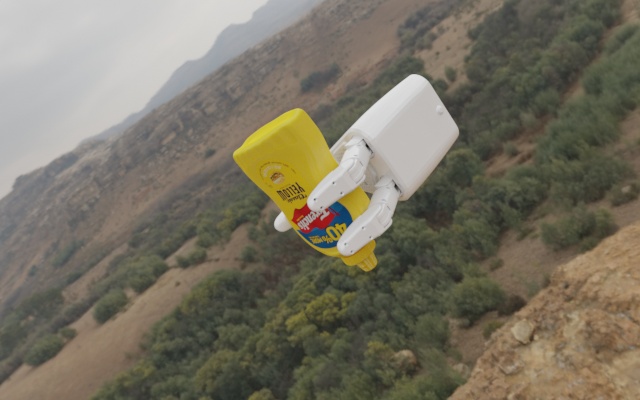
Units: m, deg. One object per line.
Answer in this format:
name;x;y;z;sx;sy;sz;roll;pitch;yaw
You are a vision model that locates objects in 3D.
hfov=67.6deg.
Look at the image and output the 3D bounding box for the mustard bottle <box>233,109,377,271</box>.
mustard bottle;0.000;0.002;0.503;0.096;0.192;0.058;-22;25;41
